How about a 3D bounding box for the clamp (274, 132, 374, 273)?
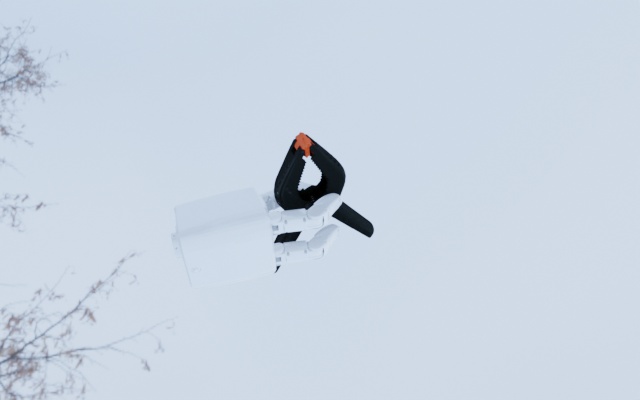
[{"bbox_3d":[0.000,0.001,0.628,0.164,0.210,0.036,-15,43,-16],"label":"clamp"}]
